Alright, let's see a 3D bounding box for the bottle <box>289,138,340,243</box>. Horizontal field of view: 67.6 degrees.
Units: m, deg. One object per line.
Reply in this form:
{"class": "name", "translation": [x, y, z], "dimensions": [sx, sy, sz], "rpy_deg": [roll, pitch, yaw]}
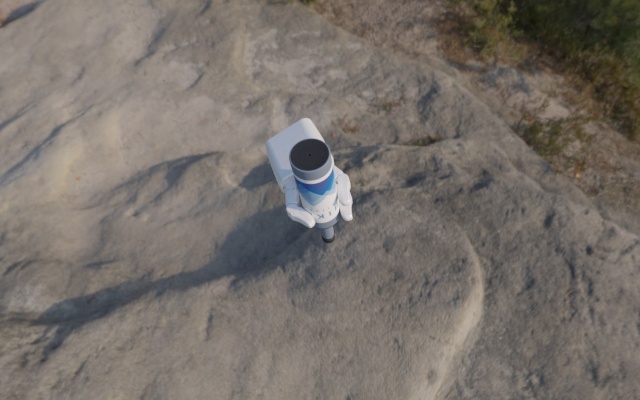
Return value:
{"class": "bottle", "translation": [0.000, 0.003, 0.874], "dimensions": [0.069, 0.069, 0.296], "rpy_deg": [0, -31, 8]}
